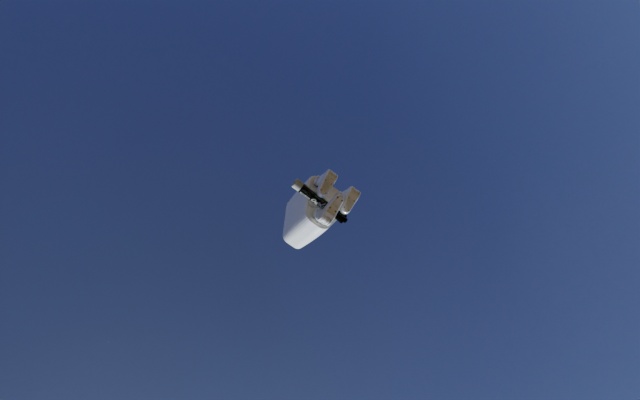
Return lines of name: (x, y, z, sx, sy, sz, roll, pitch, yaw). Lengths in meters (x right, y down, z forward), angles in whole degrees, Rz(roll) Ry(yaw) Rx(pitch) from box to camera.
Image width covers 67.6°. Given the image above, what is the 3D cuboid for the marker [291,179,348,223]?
marker: (0.000, 0.003, 0.873, 0.121, 0.020, 0.020, 37, -8, -11)
